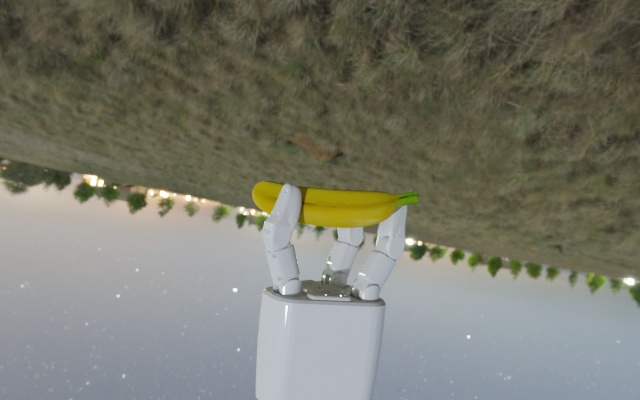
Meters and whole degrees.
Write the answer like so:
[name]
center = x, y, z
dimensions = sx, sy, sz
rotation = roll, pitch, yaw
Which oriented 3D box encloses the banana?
[banana]
center = -0.007, 0.003, 0.477
dimensions = 0.198, 0.037, 0.069
rotation = 6, 7, 33
